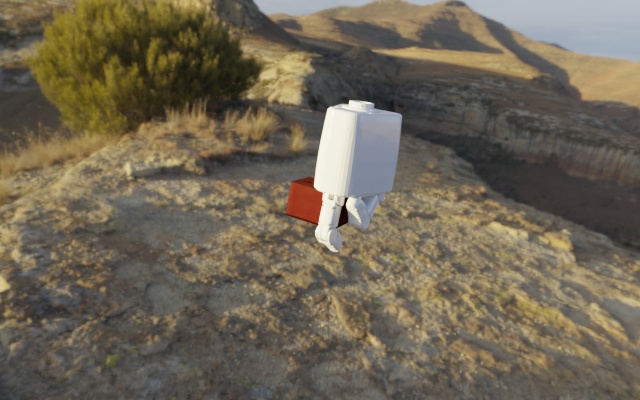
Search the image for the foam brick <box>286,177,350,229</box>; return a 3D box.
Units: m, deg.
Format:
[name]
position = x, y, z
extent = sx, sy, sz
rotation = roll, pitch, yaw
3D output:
[foam brick]
position = 0.000, 0.002, 0.668
extent = 0.078, 0.051, 0.053
rotation = 16, 19, 27
